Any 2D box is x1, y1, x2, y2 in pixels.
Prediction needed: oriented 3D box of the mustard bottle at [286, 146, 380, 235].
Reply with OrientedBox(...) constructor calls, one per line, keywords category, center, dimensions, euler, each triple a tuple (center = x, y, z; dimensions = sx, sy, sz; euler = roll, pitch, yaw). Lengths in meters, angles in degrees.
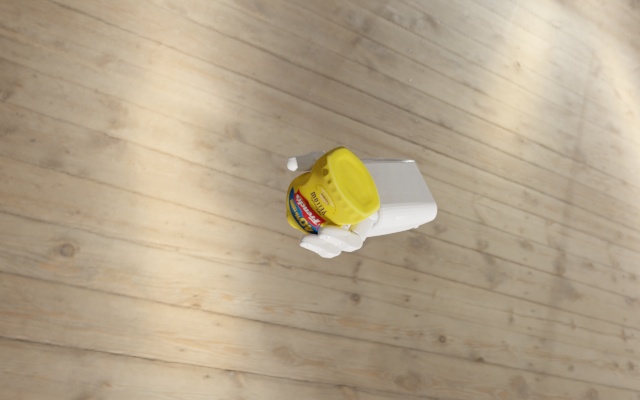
OrientedBox(category="mustard bottle", center=(0.000, 0.002, 0.666), dimensions=(0.058, 0.096, 0.192), euler=(-33, 0, -32))
